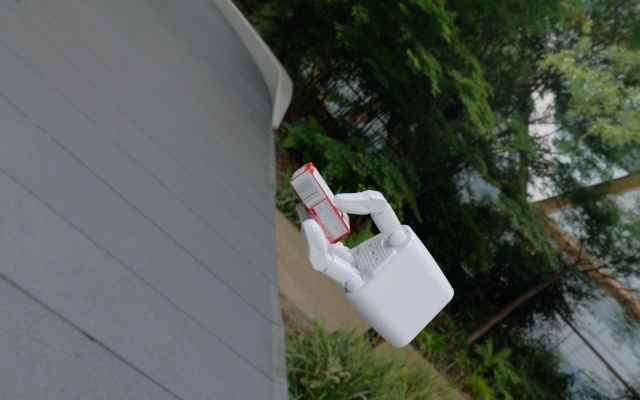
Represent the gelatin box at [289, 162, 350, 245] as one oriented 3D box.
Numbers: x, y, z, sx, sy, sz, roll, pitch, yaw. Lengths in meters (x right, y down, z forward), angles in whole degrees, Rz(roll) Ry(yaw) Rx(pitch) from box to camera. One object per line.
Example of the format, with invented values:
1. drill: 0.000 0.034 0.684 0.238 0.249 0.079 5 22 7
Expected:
1. gelatin box: 0.000 0.001 0.565 0.030 0.089 0.073 -32 9 7
